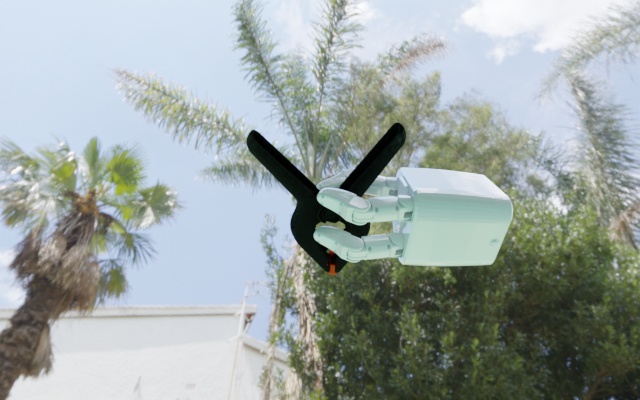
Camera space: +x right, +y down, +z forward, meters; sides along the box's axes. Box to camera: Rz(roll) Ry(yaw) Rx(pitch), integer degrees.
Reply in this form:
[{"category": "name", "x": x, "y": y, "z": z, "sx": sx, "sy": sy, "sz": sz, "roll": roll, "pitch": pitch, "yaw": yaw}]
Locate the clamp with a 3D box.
[{"category": "clamp", "x": 0.000, "y": 0.002, "z": 0.547, "sx": 0.164, "sy": 0.210, "sz": 0.036, "roll": 3, "pitch": 38, "yaw": -2}]
